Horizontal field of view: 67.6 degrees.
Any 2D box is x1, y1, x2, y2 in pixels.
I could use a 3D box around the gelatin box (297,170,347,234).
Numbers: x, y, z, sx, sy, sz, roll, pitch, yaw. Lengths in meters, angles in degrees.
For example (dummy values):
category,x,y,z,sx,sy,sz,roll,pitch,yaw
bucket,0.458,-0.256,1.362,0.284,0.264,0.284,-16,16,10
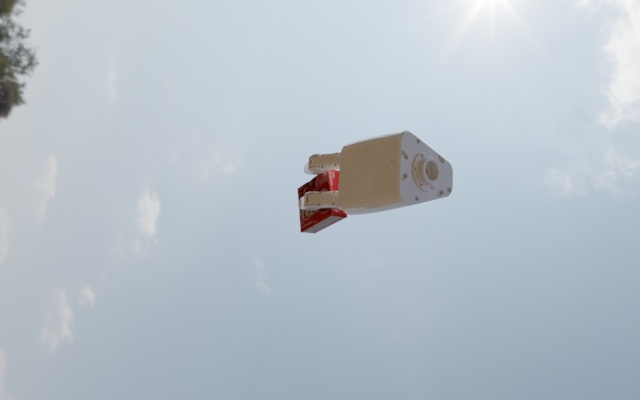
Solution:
category,x,y,z,sx,sy,sz,roll,pitch,yaw
gelatin box,0.000,0.002,0.713,0.030,0.073,0.089,8,-23,-32
